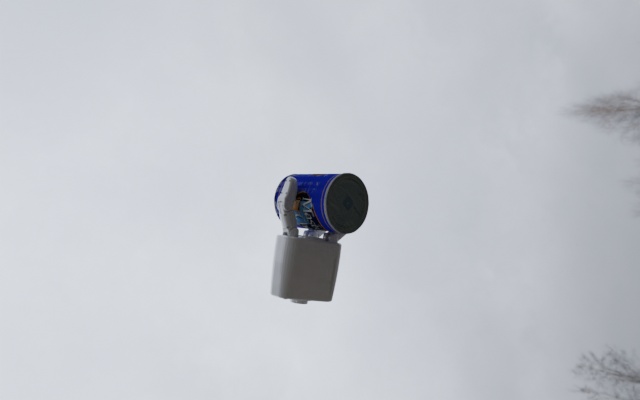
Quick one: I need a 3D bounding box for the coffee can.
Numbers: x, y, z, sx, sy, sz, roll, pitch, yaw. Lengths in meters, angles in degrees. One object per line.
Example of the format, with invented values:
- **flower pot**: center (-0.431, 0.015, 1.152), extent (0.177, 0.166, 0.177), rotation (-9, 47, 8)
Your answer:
- **coffee can**: center (0.000, 0.003, 0.848), extent (0.103, 0.103, 0.140), rotation (0, 2, -42)
